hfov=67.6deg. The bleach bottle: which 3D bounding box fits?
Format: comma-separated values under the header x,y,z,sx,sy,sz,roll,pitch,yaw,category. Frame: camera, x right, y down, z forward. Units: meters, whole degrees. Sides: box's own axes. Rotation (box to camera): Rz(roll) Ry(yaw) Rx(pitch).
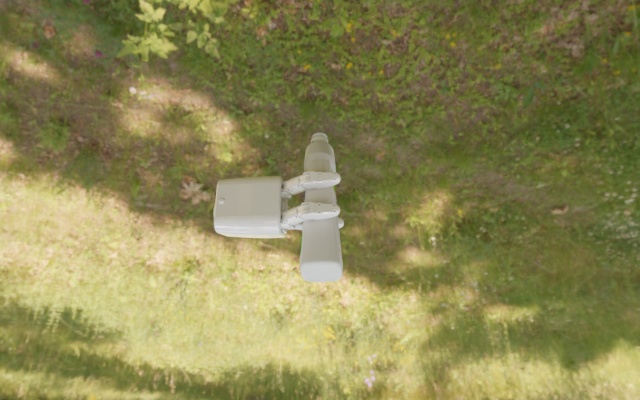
x,y,z,sx,sy,sz,roll,pitch,yaw,category
0.000,0.003,0.806,0.068,0.250,0.103,-2,-26,2,bleach bottle
